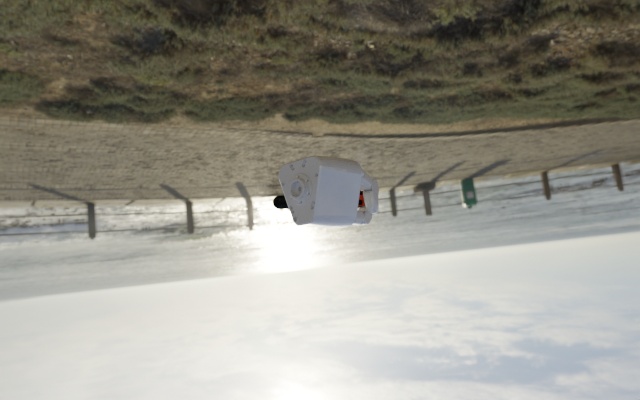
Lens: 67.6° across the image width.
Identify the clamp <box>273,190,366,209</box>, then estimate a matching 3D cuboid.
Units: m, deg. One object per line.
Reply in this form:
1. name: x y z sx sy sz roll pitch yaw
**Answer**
1. clamp: 0.000 0.003 0.882 0.171 0.039 0.120 -13 -11 39
